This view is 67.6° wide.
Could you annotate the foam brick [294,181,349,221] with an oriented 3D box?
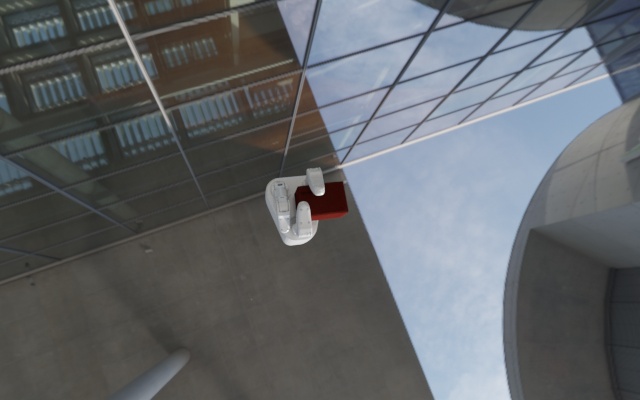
[{"bbox_3d":[0.000,0.003,0.784,0.078,0.053,0.051,-6,-11,-9],"label":"foam brick"}]
